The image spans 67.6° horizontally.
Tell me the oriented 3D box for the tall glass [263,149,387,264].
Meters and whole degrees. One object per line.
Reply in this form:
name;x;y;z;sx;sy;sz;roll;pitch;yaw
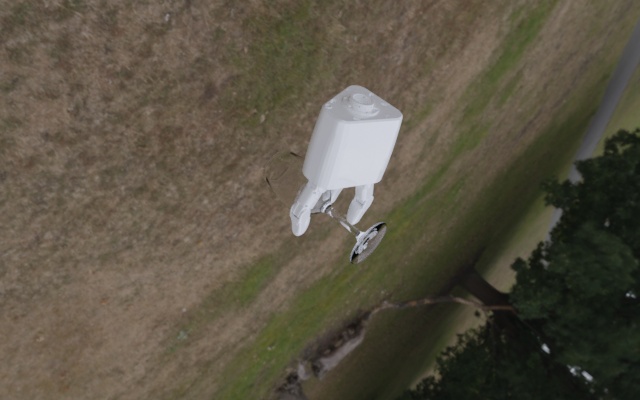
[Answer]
tall glass;0.001;0.003;0.714;0.201;0.079;0.079;40;20;26
